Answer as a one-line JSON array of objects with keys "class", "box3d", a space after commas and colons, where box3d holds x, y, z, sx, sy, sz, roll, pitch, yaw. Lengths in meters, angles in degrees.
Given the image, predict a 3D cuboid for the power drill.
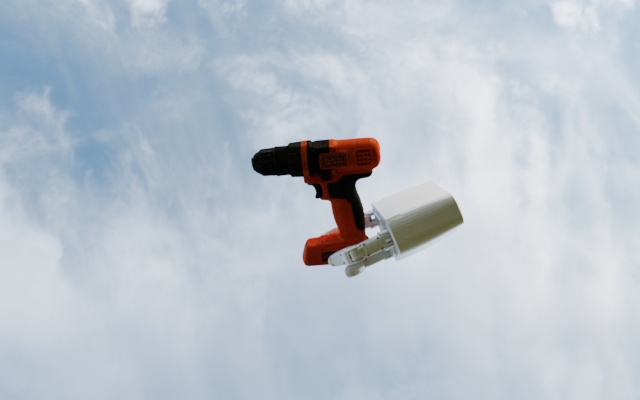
[{"class": "power drill", "box3d": [0.000, 0.003, 0.703, 0.184, 0.188, 0.057, -4, 22, 5]}]
